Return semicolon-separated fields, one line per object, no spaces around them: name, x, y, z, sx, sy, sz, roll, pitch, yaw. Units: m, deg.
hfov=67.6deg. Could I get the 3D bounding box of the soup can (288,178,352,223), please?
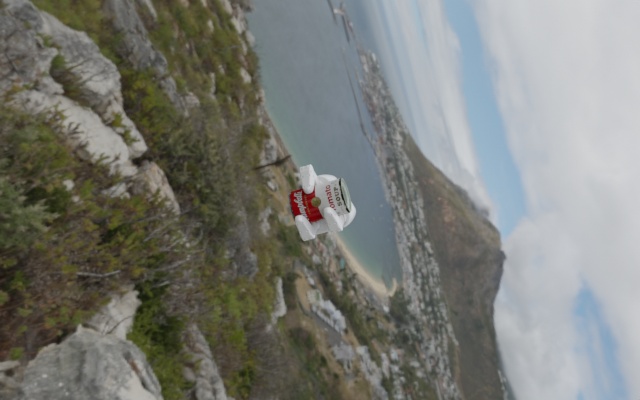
soup can;0.000;0.003;0.885;0.102;0.068;0.068;-15;-4;13
